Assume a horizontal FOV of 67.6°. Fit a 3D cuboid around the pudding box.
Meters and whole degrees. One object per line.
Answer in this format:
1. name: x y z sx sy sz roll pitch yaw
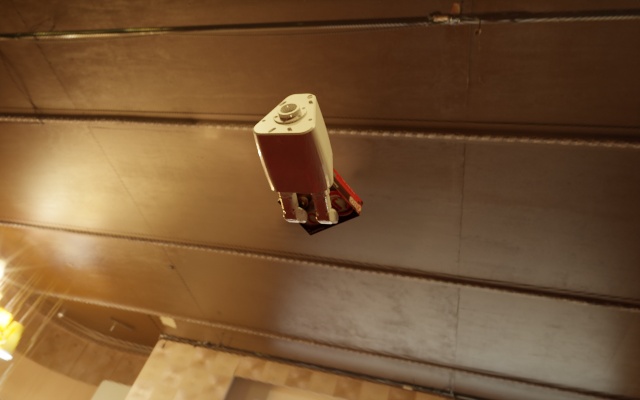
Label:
1. pudding box: 0.000 0.002 0.790 0.113 0.090 0.039 -23 29 38
